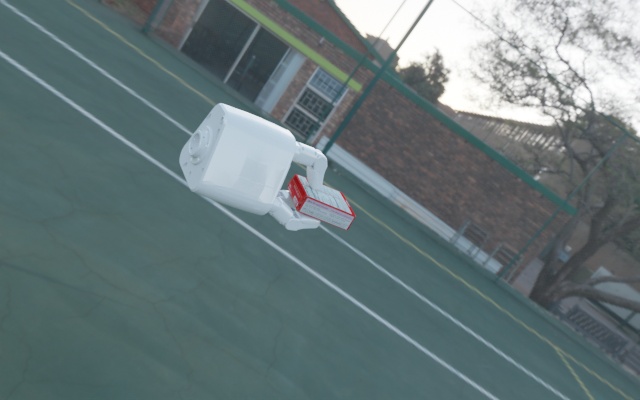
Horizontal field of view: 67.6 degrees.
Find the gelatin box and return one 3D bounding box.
[{"bbox_3d":[0.001,0.002,0.701,0.089,0.030,0.073,21,21,-25],"label":"gelatin box"}]
